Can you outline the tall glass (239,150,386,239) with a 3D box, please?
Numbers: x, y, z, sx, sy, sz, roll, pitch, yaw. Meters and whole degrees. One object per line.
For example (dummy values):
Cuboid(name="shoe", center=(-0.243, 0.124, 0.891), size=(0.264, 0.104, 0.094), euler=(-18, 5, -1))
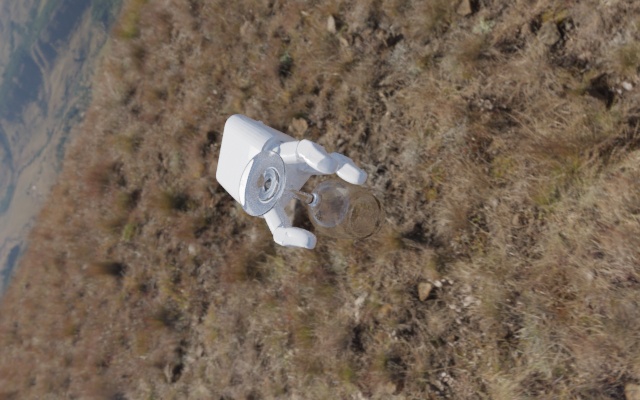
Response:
Cuboid(name="tall glass", center=(0.000, 0.002, 0.588), size=(0.079, 0.079, 0.201), euler=(0, -13, 42))
